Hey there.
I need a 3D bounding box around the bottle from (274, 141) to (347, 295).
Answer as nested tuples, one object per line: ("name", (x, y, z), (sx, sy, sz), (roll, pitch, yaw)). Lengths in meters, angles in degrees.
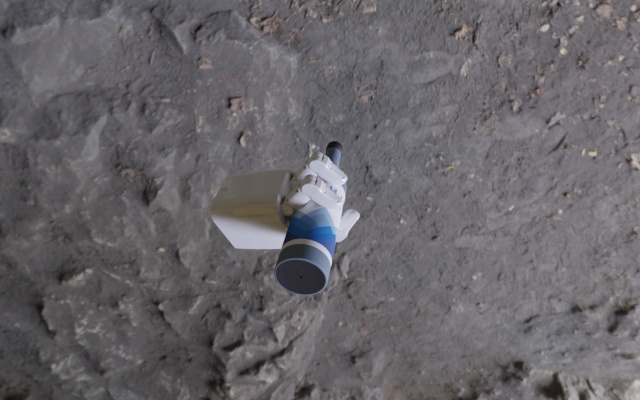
("bottle", (0.000, 0.002, 0.690), (0.069, 0.069, 0.295), (0, 38, 12))
